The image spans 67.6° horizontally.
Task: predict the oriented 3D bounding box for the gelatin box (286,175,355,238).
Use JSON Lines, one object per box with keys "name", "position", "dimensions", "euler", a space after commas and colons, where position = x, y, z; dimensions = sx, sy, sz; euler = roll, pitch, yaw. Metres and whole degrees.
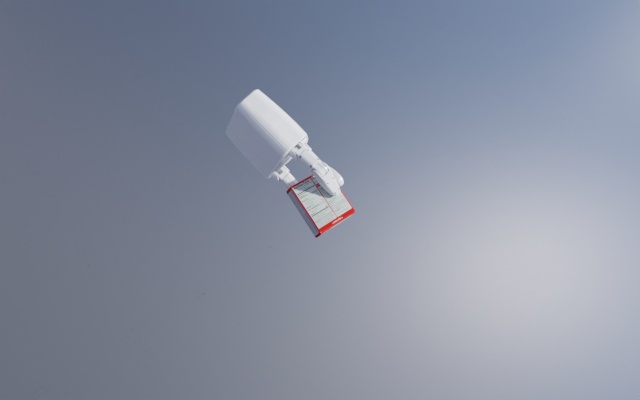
{"name": "gelatin box", "position": [0.000, 0.003, 0.758], "dimensions": [0.073, 0.089, 0.030], "euler": [-31, -7, -26]}
